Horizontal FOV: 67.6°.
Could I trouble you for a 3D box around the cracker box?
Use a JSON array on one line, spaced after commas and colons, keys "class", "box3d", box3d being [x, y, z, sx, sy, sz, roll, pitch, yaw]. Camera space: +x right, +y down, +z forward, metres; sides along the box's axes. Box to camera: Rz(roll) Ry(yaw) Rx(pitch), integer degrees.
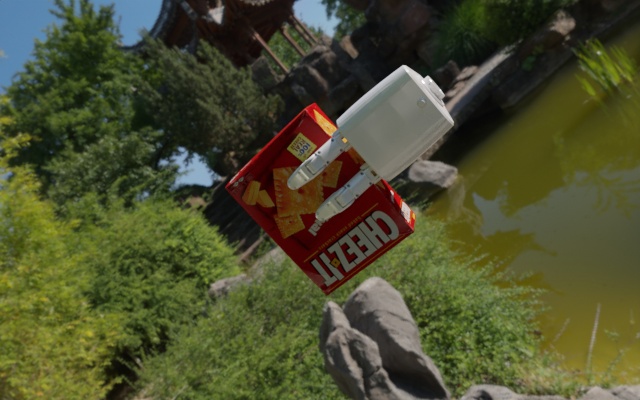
[{"class": "cracker box", "box3d": [0.000, 0.002, 0.659, 0.164, 0.214, 0.072, -40, 6, 21]}]
